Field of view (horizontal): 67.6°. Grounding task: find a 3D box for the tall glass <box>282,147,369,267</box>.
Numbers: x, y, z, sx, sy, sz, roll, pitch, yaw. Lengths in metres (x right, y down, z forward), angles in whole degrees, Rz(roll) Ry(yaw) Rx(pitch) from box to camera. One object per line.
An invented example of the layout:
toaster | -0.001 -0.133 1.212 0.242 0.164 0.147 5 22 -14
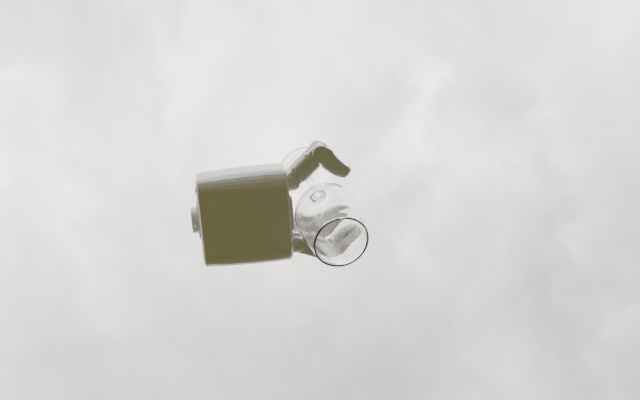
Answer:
tall glass | 0.000 0.002 0.596 0.079 0.079 0.201 0 26 -15
